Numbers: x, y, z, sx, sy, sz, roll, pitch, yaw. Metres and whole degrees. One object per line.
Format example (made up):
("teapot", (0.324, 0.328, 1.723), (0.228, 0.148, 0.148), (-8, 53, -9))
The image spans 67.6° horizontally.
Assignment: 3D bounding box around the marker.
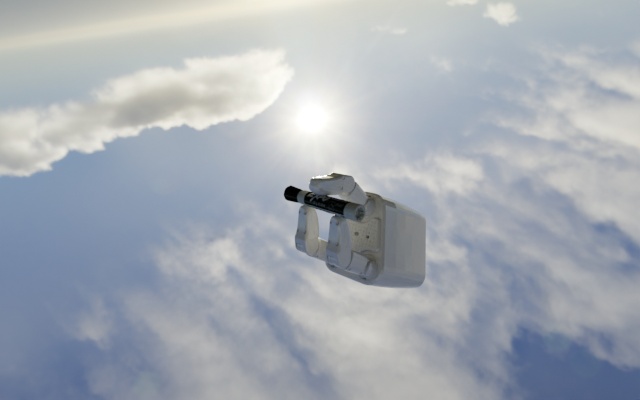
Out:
("marker", (0.000, 0.002, 0.537), (0.020, 0.020, 0.121), (0, 11, -44))
